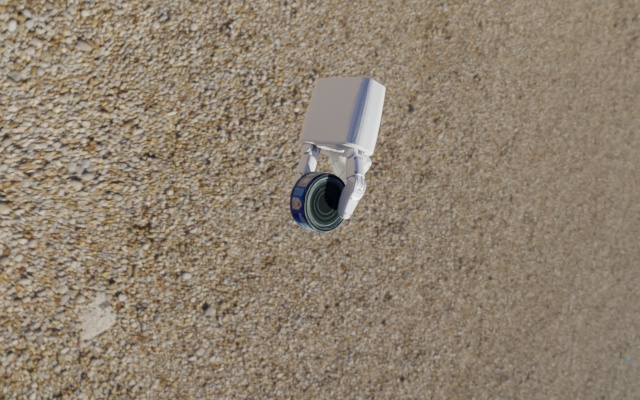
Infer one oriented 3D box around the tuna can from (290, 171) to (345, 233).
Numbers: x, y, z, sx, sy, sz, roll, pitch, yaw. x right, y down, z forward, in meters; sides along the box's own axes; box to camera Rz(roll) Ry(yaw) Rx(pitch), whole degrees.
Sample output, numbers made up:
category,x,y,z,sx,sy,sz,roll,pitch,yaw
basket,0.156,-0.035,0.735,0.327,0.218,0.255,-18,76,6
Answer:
category,x,y,z,sx,sy,sz,roll,pitch,yaw
tuna can,0.000,0.002,0.678,0.086,0.086,0.034,0,6,-39
